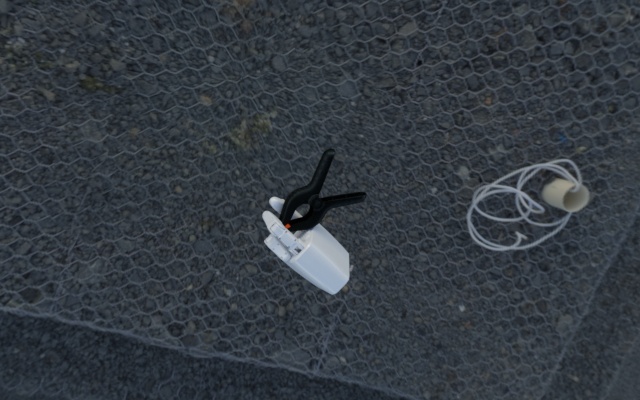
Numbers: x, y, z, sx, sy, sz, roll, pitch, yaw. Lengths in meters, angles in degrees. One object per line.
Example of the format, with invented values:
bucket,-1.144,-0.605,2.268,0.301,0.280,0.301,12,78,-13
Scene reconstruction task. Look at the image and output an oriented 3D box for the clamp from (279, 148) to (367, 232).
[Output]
clamp,0.000,0.003,0.869,0.120,0.171,0.039,43,4,-17
